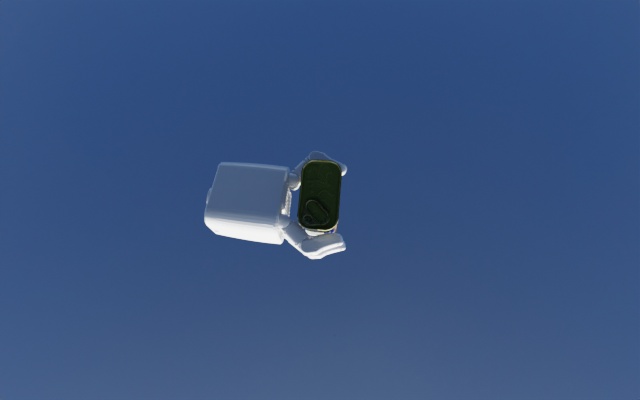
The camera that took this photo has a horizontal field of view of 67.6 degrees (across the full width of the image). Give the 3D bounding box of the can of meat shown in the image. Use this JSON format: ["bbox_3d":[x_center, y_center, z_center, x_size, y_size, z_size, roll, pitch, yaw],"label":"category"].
[{"bbox_3d":[0.000,0.002,0.698,0.057,0.102,0.084,4,-15,3],"label":"can of meat"}]
